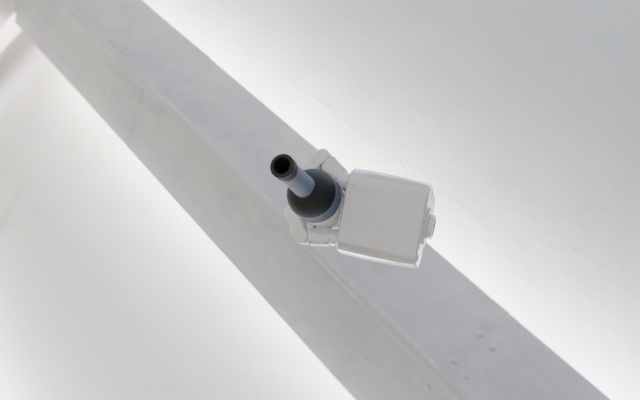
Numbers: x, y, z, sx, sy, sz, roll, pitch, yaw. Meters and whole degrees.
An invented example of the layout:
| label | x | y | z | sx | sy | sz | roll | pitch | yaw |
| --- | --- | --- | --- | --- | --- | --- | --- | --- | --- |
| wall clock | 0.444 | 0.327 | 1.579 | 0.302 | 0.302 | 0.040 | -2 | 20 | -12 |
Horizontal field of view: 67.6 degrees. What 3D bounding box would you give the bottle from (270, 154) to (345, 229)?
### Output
| label | x | y | z | sx | sy | sz | roll | pitch | yaw |
| --- | --- | --- | --- | --- | --- | --- | --- | --- | --- |
| bottle | 0.000 | 0.002 | 0.644 | 0.069 | 0.069 | 0.296 | 0 | -16 | 17 |
